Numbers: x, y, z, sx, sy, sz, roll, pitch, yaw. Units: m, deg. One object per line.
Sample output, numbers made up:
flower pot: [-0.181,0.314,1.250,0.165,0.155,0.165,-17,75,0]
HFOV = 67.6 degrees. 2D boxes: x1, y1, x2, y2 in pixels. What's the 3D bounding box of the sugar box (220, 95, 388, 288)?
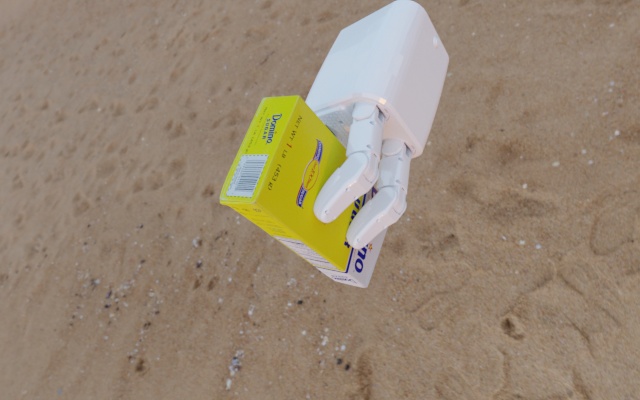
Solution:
sugar box: [0.000,0.001,0.409,0.048,0.093,0.176,5,-24,40]
